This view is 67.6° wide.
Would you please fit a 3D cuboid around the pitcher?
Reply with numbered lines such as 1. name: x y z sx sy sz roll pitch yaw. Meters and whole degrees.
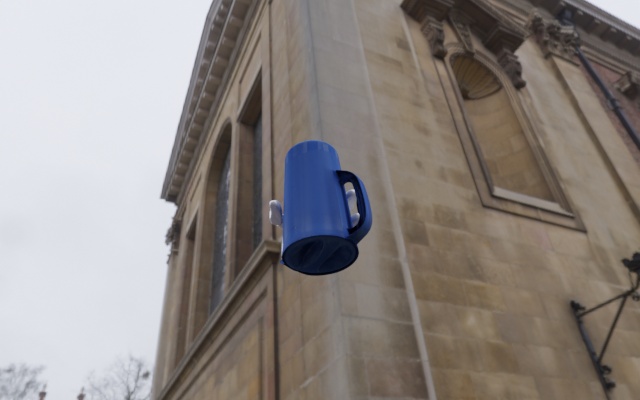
1. pitcher: 0.000 0.003 0.884 0.149 0.242 0.145 2 -38 -9
